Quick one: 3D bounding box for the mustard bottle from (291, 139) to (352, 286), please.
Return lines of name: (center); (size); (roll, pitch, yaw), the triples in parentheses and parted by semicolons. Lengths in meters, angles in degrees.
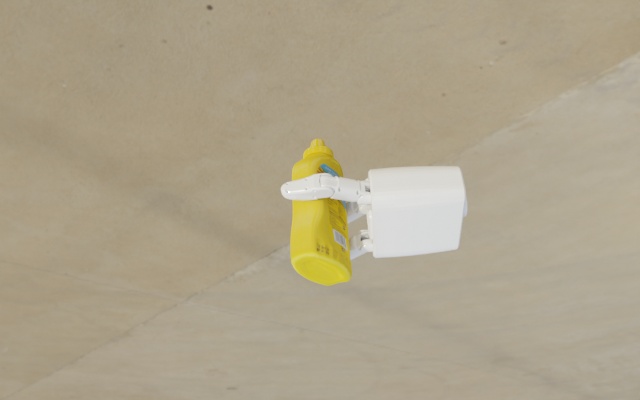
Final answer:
mustard bottle: (0.000, 0.002, 0.599); (0.058, 0.191, 0.096); (-18, -35, 25)
